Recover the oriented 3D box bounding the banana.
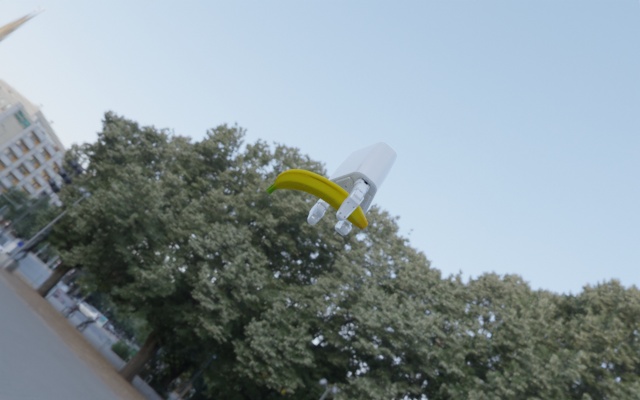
[{"bbox_3d":[0.000,-0.012,0.861,0.198,0.070,0.037,22,44,10],"label":"banana"}]
